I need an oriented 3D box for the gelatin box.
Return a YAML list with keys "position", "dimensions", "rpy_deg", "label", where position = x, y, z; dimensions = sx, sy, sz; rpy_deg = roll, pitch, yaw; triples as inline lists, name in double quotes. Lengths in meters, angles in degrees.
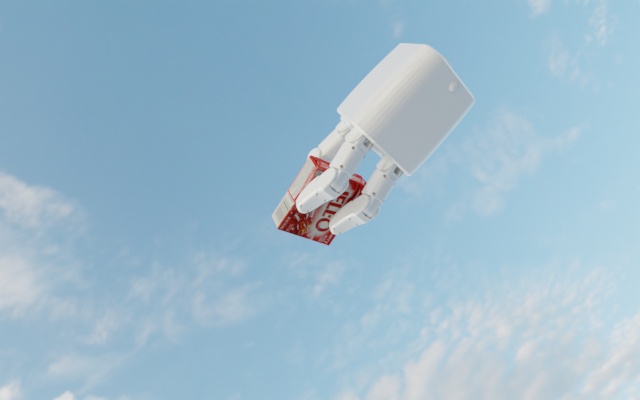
- position: [0.000, 0.002, 0.532]
  dimensions: [0.073, 0.089, 0.030]
  rpy_deg: [21, 24, -33]
  label: "gelatin box"
